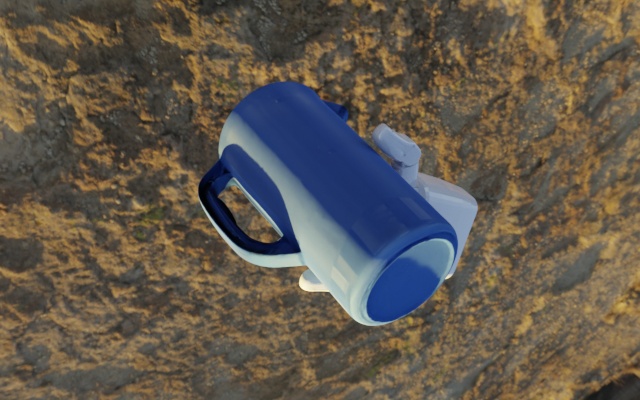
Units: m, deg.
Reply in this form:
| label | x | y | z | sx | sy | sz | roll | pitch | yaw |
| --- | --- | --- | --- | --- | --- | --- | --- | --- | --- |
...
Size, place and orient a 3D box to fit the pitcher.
| label | x | y | z | sx | sy | sz | roll | pitch | yaw |
| --- | --- | --- | --- | --- | --- | --- | --- | --- | --- |
| pitcher | 0.000 | 0.001 | 0.449 | 0.145 | 0.149 | 0.242 | 12 | 26 | -43 |
